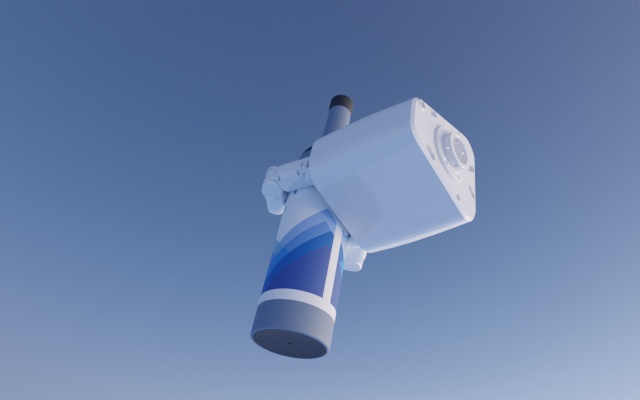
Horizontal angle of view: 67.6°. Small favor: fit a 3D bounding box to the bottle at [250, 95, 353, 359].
[{"bbox_3d":[0.000,0.002,0.476,0.069,0.295,0.069,8,-36,6],"label":"bottle"}]
